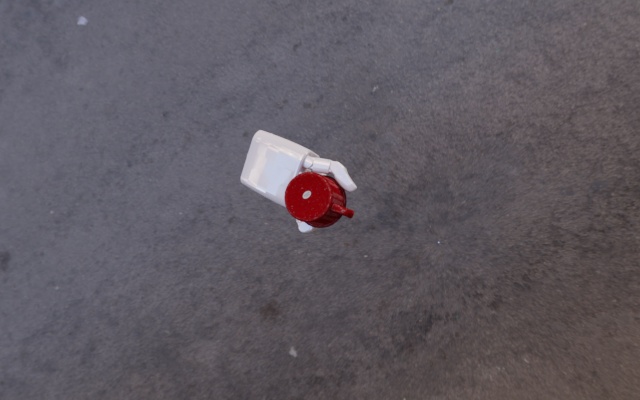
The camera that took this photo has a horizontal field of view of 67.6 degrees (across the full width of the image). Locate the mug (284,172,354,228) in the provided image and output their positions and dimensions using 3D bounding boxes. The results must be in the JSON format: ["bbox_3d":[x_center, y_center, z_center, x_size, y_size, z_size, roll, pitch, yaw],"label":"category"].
[{"bbox_3d":[0.001,0.003,0.788,0.117,0.093,0.081,25,2,16],"label":"mug"}]
